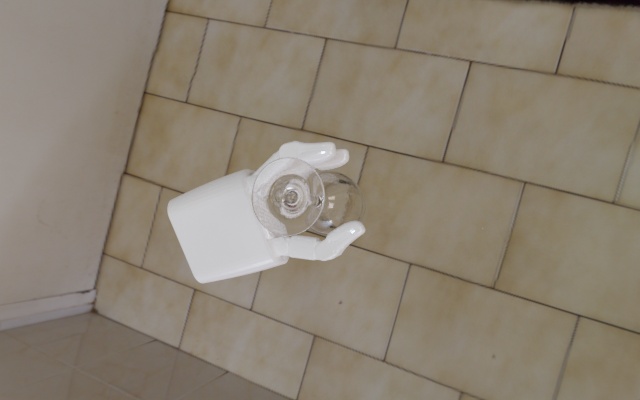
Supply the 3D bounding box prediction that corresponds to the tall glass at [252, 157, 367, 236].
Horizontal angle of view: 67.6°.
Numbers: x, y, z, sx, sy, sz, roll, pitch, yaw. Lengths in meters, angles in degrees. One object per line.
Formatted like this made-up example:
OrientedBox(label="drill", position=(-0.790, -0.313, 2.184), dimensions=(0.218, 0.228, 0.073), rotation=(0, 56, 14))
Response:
OrientedBox(label="tall glass", position=(0.000, 0.002, 0.540), dimensions=(0.079, 0.079, 0.201), rotation=(0, -3, 19))
